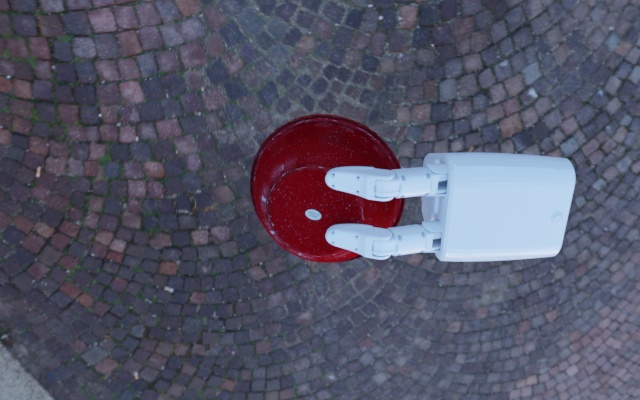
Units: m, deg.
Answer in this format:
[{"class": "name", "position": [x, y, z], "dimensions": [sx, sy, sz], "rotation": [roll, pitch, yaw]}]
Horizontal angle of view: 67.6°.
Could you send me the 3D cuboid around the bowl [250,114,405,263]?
[{"class": "bowl", "position": [-0.001, 0.002, 0.463], "dimensions": [0.162, 0.162, 0.055], "rotation": [0, 23, 13]}]
